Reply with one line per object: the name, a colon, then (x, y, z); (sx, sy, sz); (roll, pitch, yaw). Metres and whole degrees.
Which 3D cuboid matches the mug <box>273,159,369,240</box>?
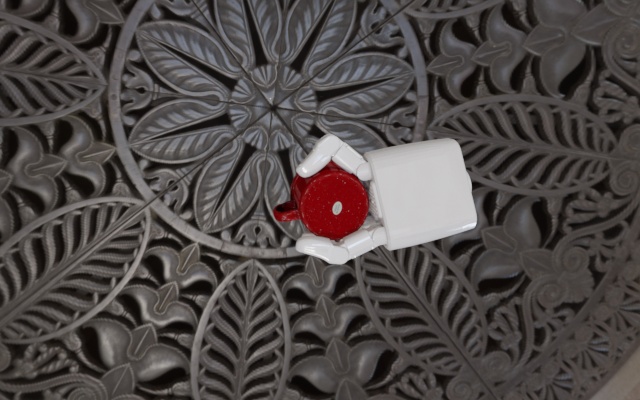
mug: (-0.001, 0.002, 0.575); (0.117, 0.093, 0.081); (-13, 13, -4)
